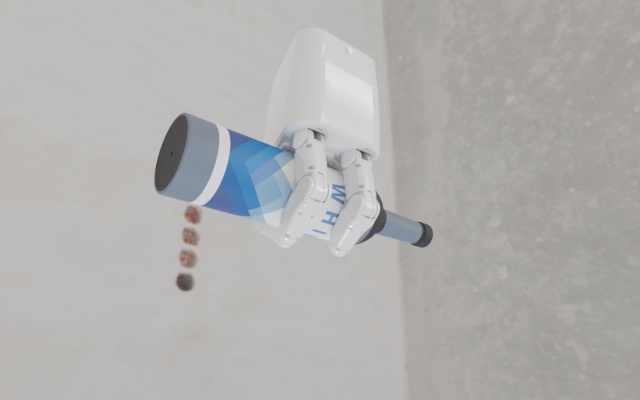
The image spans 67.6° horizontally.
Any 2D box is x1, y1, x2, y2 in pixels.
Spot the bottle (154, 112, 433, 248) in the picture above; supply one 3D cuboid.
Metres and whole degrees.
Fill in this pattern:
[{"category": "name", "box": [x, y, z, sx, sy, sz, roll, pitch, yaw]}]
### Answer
[{"category": "bottle", "box": [0.000, 0.001, 0.450, 0.296, 0.069, 0.069, 18, -11, -34]}]
